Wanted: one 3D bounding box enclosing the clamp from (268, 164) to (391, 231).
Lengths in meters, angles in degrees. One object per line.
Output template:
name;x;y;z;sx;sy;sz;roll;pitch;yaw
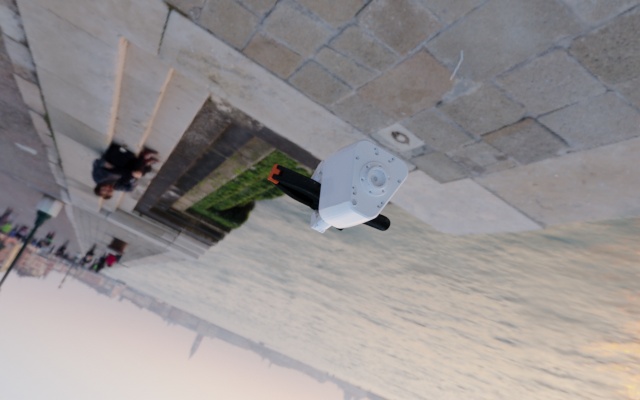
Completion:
clamp;-0.001;0.003;0.833;0.210;0.036;0.164;29;-16;-15
